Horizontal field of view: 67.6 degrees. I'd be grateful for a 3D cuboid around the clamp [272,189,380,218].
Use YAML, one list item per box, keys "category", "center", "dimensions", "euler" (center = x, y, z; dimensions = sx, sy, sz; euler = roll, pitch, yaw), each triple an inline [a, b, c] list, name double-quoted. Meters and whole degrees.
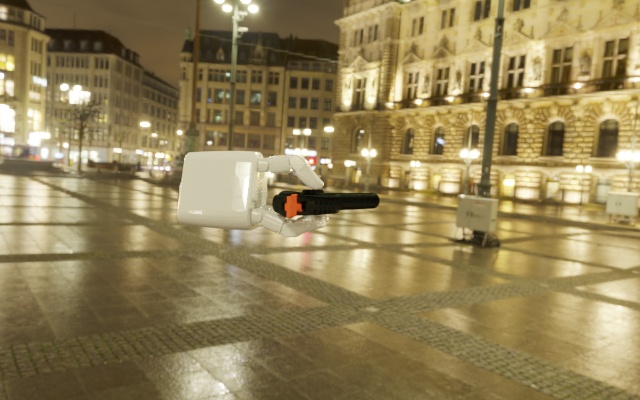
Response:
- category: "clamp"
  center: [0.000, 0.001, 0.675]
  dimensions: [0.164, 0.036, 0.210]
  euler: [0, 3, 8]
